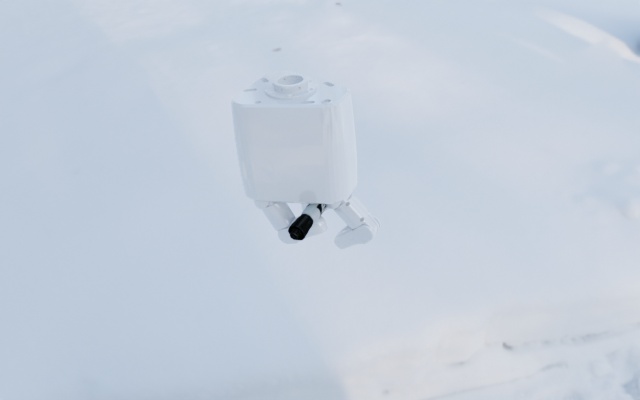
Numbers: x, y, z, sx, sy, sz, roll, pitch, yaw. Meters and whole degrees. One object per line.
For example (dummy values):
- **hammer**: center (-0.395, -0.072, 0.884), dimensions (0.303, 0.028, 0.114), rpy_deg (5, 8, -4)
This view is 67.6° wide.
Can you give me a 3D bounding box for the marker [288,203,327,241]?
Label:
- **marker**: center (0.000, 0.002, 0.501), dimensions (0.020, 0.020, 0.121), rpy_deg (0, 33, 31)
